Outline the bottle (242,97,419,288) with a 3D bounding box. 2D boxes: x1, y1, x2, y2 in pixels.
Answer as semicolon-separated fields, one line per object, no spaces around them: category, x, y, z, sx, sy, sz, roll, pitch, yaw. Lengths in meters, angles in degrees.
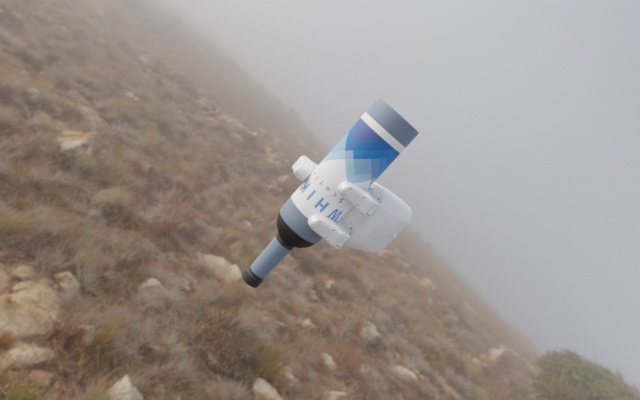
bottle;0.000;0.002;0.616;0.069;0.296;0.069;40;13;-11
